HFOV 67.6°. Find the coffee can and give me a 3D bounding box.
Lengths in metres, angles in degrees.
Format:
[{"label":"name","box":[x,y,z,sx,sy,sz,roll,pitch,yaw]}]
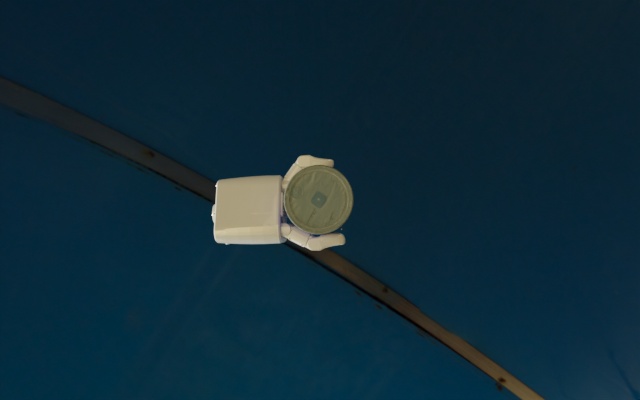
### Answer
[{"label":"coffee can","box":[0.000,0.002,0.769,0.103,0.103,0.140,0,-3,2]}]
